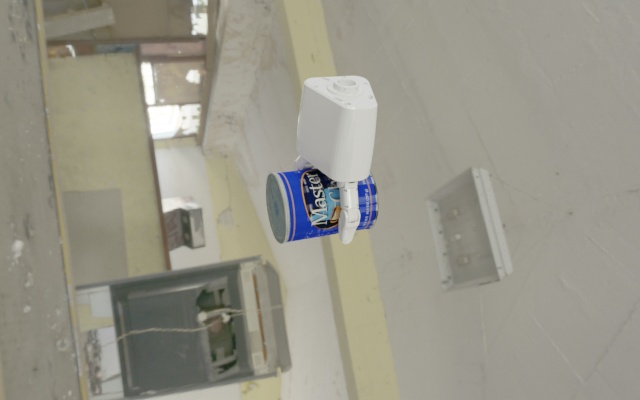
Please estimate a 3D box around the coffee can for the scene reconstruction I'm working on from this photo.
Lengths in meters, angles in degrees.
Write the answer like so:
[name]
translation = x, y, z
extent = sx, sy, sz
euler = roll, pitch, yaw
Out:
[coffee can]
translation = 0.000, 0.003, 0.704
extent = 0.140, 0.103, 0.103
euler = -8, 3, -19
